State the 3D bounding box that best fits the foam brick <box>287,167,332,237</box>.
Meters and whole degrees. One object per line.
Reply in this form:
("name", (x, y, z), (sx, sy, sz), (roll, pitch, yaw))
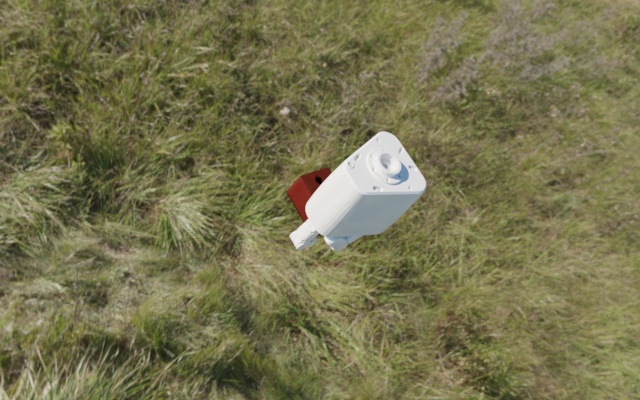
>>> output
("foam brick", (0.000, 0.002, 0.663), (0.053, 0.078, 0.051), (-20, -18, -35))
